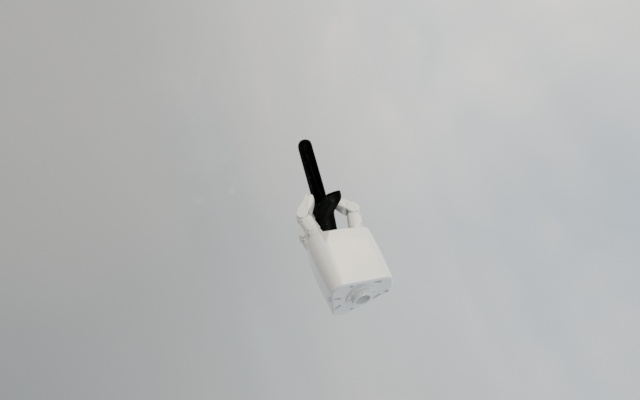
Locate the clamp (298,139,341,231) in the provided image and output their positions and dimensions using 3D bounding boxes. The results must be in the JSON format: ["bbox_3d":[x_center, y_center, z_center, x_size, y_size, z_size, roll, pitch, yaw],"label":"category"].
[{"bbox_3d":[0.001,0.003,0.865,0.036,0.164,0.210,-16,-39,-10],"label":"clamp"}]
